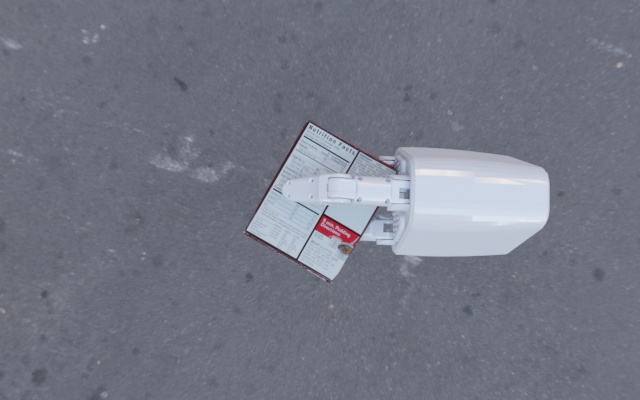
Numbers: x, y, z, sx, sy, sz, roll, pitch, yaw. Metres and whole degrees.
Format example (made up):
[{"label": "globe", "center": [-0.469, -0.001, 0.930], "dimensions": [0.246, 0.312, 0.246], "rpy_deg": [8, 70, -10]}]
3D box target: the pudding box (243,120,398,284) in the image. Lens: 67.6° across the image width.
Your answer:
[{"label": "pudding box", "center": [0.000, 0.001, 0.410], "dimensions": [0.090, 0.113, 0.039], "rpy_deg": [30, -5, 1]}]
